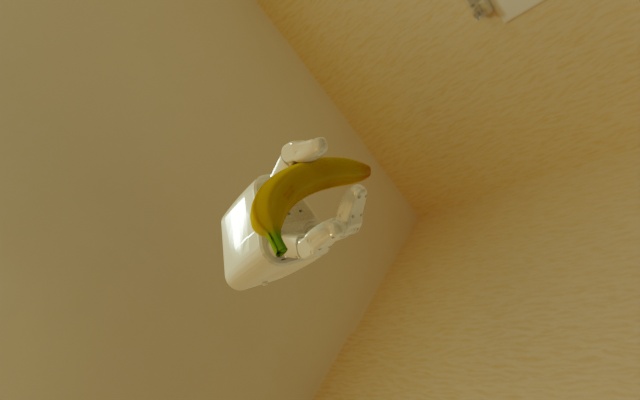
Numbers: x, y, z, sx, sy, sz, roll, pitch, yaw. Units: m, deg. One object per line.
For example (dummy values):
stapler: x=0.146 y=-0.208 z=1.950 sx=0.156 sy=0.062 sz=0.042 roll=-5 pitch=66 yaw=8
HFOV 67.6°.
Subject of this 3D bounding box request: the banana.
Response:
banana: x=-0.015 y=-0.010 z=0.502 sx=0.197 sy=0.069 sz=0.037 roll=-41 pitch=-8 yaw=-48
